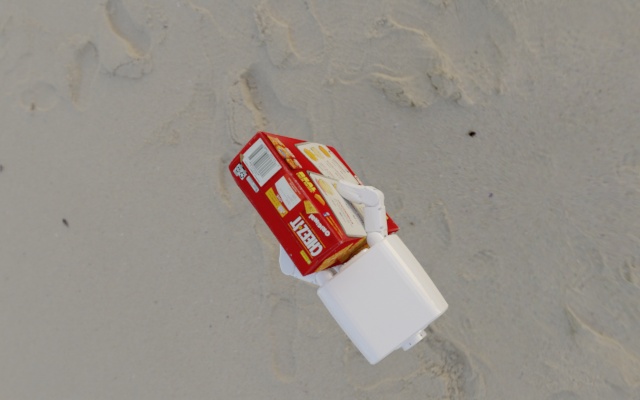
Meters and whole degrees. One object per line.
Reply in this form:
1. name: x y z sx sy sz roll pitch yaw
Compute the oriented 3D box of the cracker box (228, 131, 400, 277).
1. cracker box: 0.000 0.002 0.623 0.072 0.164 0.213 -43 -16 19
